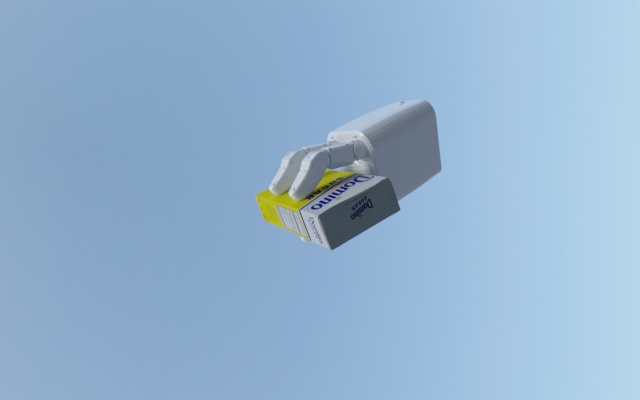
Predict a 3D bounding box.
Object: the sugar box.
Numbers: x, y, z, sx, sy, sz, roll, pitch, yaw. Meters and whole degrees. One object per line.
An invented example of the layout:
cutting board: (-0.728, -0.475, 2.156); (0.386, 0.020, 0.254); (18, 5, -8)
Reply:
sugar box: (0.000, 0.001, 0.548); (0.093, 0.048, 0.176); (-28, 16, -23)
